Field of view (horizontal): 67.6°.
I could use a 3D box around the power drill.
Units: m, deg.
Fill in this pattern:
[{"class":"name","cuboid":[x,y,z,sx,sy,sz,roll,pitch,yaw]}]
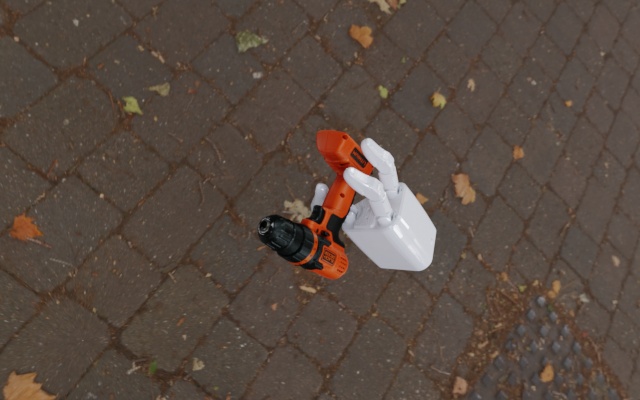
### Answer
[{"class":"power drill","cuboid":[0.000,0.002,0.656,0.057,0.187,0.184,12,-16,35]}]
